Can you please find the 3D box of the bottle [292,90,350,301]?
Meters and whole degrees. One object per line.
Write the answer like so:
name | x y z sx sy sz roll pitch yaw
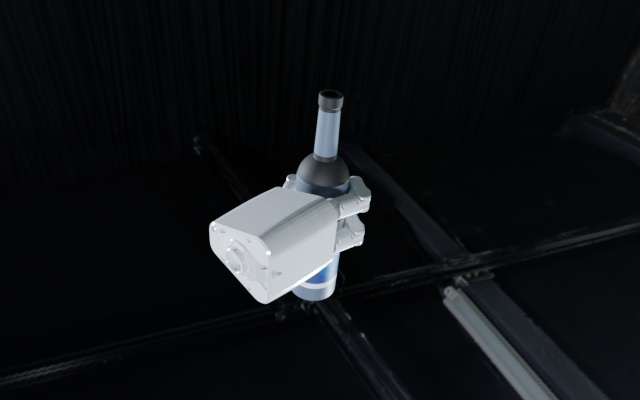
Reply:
bottle | 0.000 0.002 0.616 0.069 0.296 0.069 4 35 -3
